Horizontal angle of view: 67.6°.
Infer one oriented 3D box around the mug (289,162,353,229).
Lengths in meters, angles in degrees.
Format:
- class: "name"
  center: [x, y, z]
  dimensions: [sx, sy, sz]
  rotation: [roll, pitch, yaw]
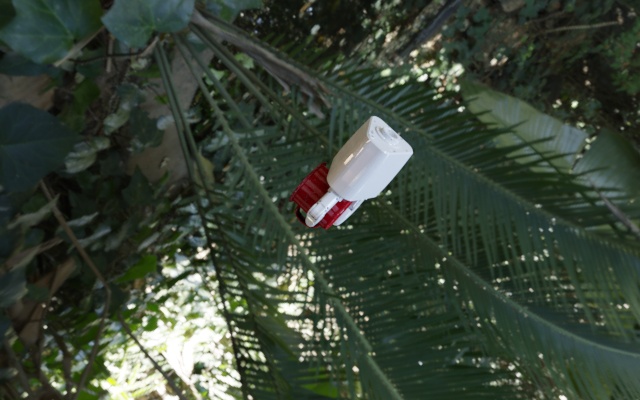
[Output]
- class: "mug"
  center: [-0.001, 0.004, 0.829]
  dimensions: [0.117, 0.081, 0.093]
  rotation: [-50, -6, 30]
